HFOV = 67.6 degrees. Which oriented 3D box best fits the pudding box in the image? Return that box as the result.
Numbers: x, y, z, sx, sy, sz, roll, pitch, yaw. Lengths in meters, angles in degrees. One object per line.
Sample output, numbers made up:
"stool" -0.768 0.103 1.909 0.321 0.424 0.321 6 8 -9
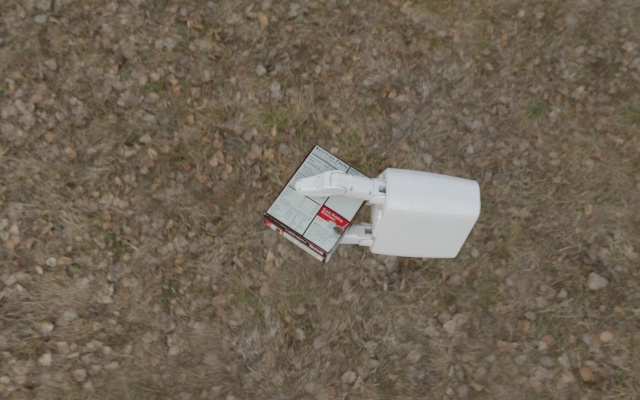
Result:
"pudding box" 0.000 0.002 0.560 0.090 0.113 0.039 33 -22 7
